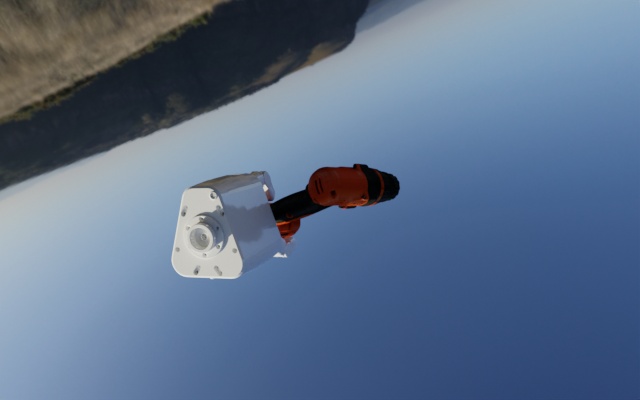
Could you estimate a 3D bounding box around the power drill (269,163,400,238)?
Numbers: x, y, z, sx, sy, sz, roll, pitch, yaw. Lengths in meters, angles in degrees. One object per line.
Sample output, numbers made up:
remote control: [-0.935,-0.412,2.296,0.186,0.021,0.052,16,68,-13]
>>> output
power drill: [0.000,0.002,0.662,0.188,0.057,0.184,-24,-15,34]
